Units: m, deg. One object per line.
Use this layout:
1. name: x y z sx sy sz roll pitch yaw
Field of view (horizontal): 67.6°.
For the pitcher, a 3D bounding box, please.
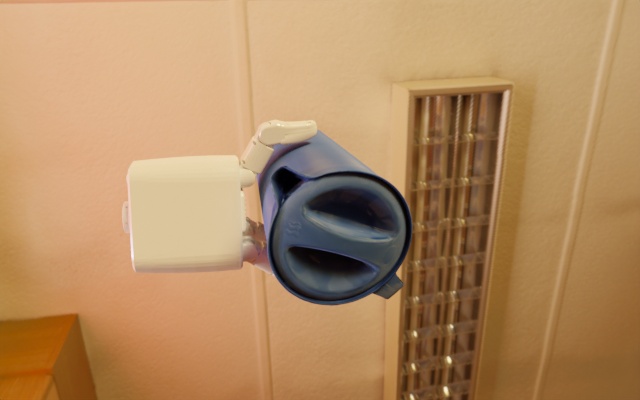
1. pitcher: 0.000 0.002 0.527 0.145 0.149 0.242 -2 22 -13
